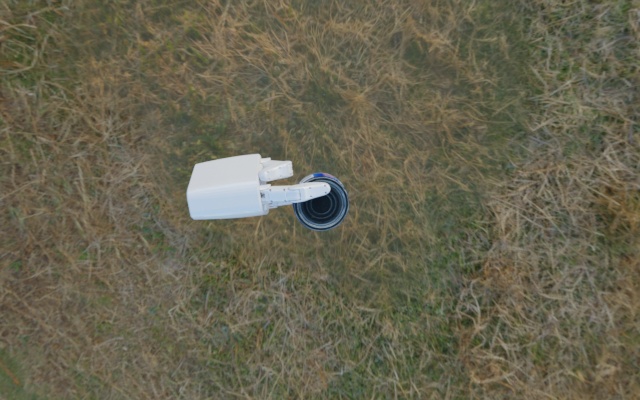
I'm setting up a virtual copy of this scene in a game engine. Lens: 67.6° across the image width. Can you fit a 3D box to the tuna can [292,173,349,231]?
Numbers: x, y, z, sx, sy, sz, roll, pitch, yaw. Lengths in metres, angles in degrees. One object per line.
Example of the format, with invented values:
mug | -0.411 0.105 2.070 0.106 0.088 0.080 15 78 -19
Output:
tuna can | 0.000 0.002 0.724 0.086 0.086 0.033 0 12 -5
